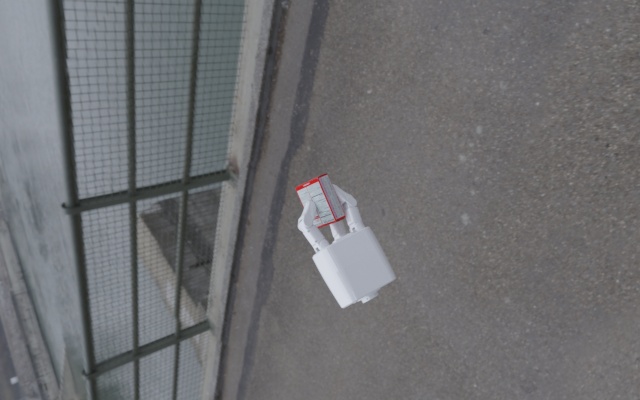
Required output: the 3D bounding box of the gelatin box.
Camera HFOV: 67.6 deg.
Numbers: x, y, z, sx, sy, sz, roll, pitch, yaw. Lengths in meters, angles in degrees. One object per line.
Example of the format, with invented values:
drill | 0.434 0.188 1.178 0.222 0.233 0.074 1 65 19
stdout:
gelatin box | 0.000 0.003 0.879 0.030 0.089 0.073 -25 2 -39
